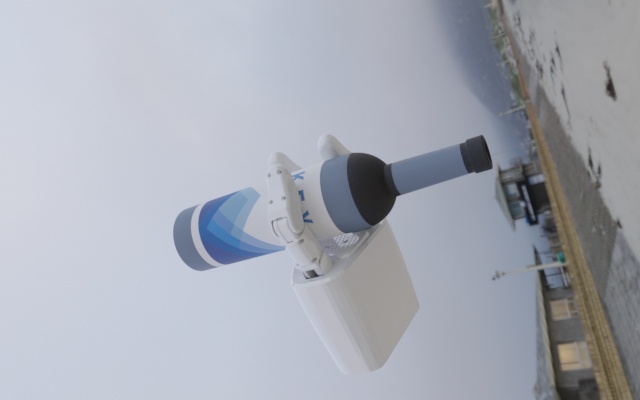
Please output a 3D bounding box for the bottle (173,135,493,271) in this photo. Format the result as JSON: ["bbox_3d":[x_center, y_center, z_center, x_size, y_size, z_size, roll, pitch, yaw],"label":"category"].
[{"bbox_3d":[0.000,0.001,0.426,0.296,0.069,0.069,-17,-8,26],"label":"bottle"}]
